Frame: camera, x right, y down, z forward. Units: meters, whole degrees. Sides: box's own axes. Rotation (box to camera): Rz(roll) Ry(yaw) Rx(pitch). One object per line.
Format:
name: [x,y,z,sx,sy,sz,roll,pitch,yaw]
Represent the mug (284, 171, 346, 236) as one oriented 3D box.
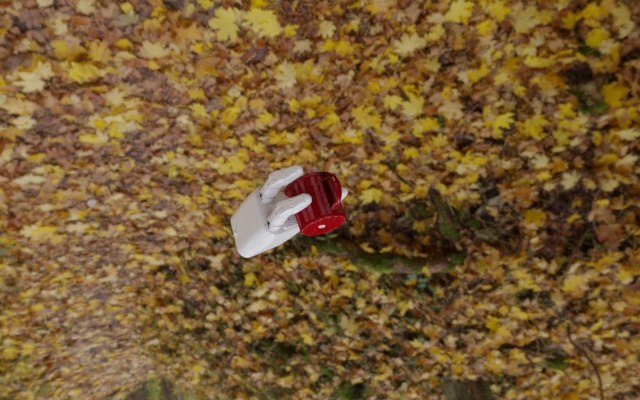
mug: [0.001,0.002,0.804,0.093,0.081,0.117,-1,-27,-38]
